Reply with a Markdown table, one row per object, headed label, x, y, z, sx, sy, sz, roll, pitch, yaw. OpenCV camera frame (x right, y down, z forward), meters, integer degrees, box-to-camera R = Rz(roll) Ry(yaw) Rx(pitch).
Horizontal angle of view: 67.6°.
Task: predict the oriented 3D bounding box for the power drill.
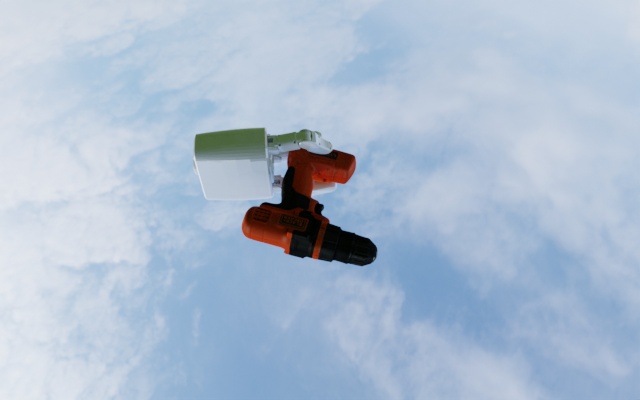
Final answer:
| label | x | y | z | sx | sy | sz | roll | pitch | yaw |
| --- | --- | --- | --- | --- | --- | --- | --- | --- | --- |
| power drill | 0.000 | 0.002 | 0.683 | 0.184 | 0.057 | 0.187 | 16 | 45 | 1 |
